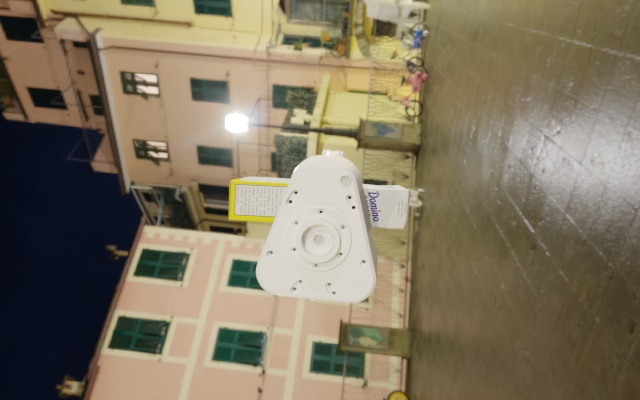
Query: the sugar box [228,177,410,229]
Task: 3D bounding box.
[{"bbox_3d":[0.000,0.002,0.506,0.176,0.048,0.093,5,5,3],"label":"sugar box"}]
